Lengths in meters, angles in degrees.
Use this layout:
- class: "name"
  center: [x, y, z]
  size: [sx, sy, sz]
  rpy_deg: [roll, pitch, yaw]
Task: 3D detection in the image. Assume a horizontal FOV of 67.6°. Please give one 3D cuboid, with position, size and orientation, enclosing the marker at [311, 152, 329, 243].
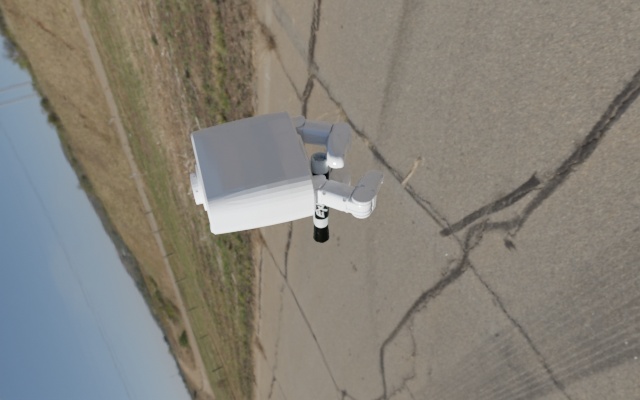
- class: "marker"
  center: [0.000, 0.002, 0.519]
  size: [0.020, 0.121, 0.020]
  rpy_deg: [-1, 42, 1]
